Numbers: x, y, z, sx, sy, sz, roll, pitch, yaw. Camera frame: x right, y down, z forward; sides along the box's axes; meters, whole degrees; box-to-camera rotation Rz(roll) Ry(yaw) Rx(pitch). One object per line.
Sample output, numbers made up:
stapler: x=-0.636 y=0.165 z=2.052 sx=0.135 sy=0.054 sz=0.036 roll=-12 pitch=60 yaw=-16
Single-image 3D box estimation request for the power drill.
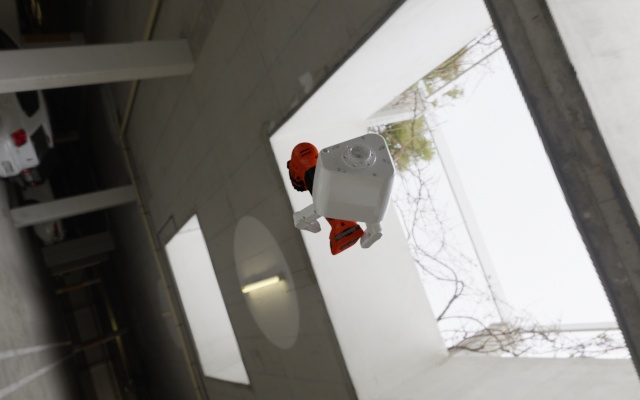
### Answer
power drill: x=0.000 y=0.003 z=0.851 sx=0.057 sy=0.187 sz=0.184 roll=-29 pitch=-11 yaw=-10
